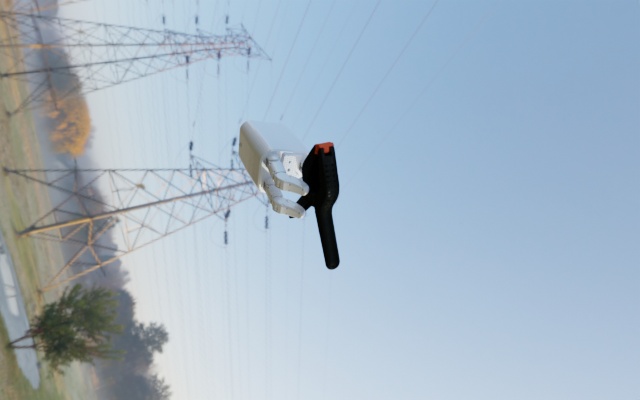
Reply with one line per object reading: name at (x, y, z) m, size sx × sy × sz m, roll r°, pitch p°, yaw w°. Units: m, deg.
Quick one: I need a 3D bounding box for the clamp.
clamp at (0.001, 0.002, 0.798) m, size 0.036 × 0.210 × 0.164 m, roll -14°, pitch 47°, yaw -27°
